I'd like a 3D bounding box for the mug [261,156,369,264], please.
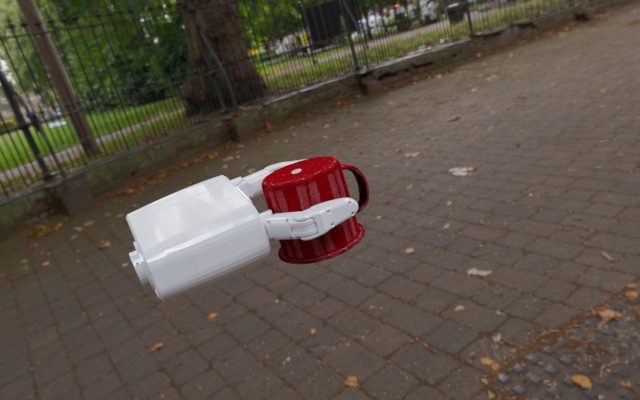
[{"bbox_3d":[0.001,0.001,0.485,0.117,0.081,0.093,-24,19,-23],"label":"mug"}]
